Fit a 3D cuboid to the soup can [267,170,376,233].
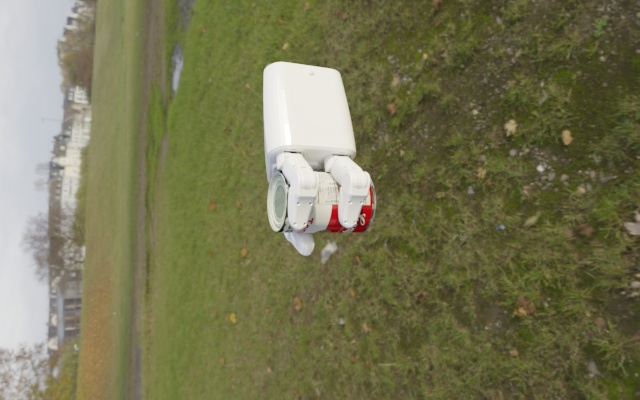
[{"bbox_3d":[0.000,0.002,0.522,0.102,0.068,0.068,1,-1,-23],"label":"soup can"}]
